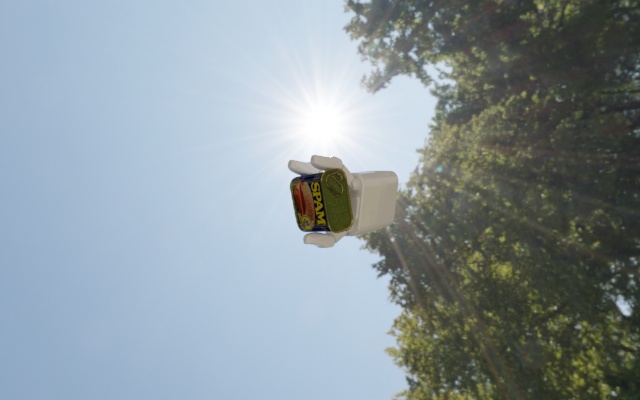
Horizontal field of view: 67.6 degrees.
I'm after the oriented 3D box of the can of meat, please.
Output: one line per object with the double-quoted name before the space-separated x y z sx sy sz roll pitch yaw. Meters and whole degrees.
"can of meat" 0.000 0.003 0.787 0.057 0.102 0.084 -14 6 -43
